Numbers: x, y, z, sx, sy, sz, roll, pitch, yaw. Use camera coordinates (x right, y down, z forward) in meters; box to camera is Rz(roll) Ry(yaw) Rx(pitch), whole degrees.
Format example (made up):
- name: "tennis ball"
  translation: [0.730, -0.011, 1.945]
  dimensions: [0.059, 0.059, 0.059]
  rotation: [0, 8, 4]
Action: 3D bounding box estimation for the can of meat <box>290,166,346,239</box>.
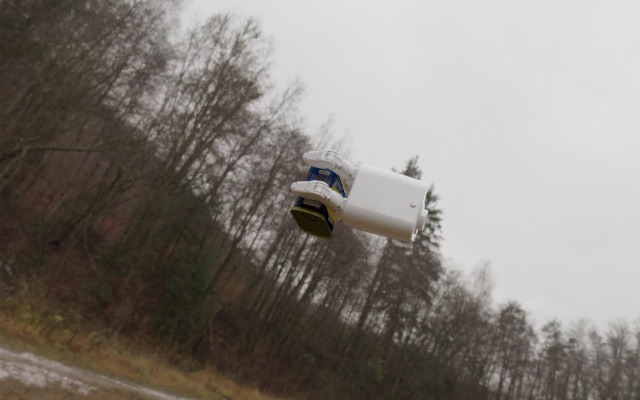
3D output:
- name: "can of meat"
  translation: [0.000, 0.002, 0.762]
  dimensions: [0.057, 0.084, 0.102]
  rotation: [15, -21, 18]
